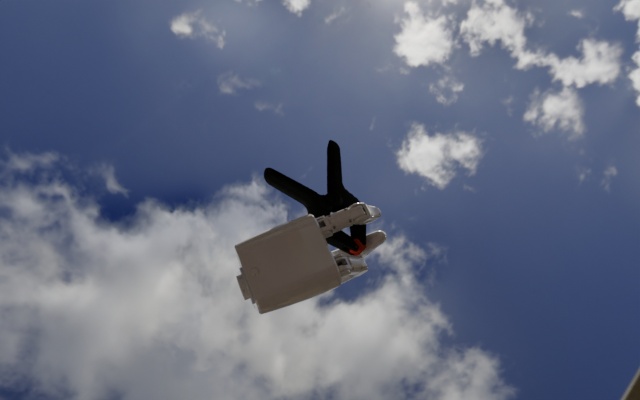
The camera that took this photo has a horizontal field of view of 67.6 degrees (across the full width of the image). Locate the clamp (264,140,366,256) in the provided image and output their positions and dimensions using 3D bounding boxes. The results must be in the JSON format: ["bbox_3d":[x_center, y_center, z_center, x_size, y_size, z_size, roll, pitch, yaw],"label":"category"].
[{"bbox_3d":[0.000,0.002,0.656,0.120,0.171,0.039,-20,-21,-14],"label":"clamp"}]
